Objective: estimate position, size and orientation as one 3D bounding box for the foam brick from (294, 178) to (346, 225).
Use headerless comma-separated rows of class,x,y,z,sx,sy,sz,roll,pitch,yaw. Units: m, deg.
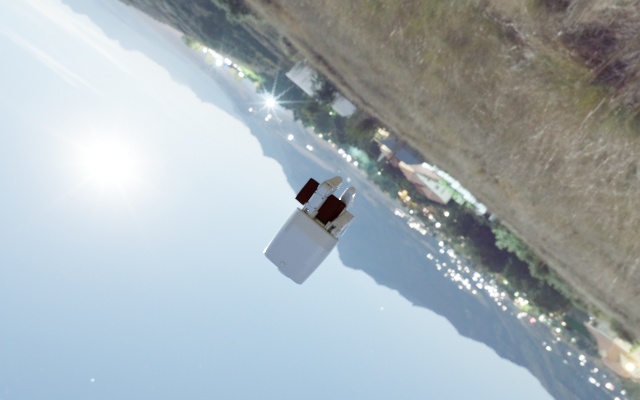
foam brick,0.000,0.003,0.885,0.078,0.051,0.053,39,3,14
